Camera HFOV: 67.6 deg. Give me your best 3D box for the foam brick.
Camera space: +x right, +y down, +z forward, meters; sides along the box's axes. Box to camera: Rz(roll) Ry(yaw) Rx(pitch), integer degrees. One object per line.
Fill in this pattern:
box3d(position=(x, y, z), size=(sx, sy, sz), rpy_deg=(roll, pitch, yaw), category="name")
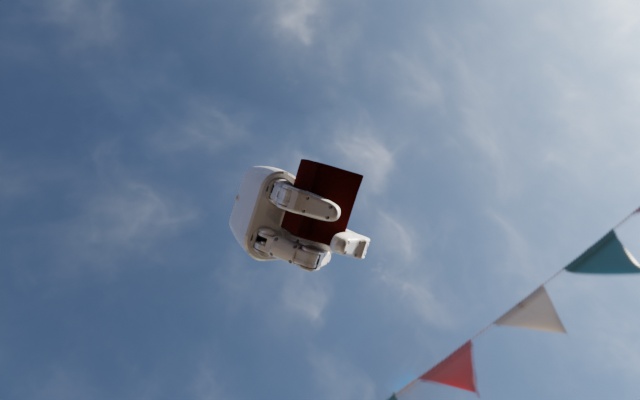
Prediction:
box3d(position=(0.000, 0.001, 0.488), size=(0.053, 0.078, 0.051), rpy_deg=(17, 3, -23), category="foam brick")
